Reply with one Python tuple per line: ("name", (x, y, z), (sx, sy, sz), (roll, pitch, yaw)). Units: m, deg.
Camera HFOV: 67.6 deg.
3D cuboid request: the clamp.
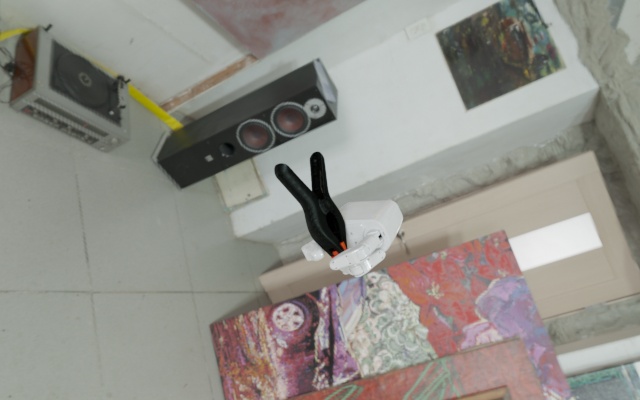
("clamp", (0.001, 0.002, 0.743), (0.039, 0.171, 0.120), (-18, 14, 39))
